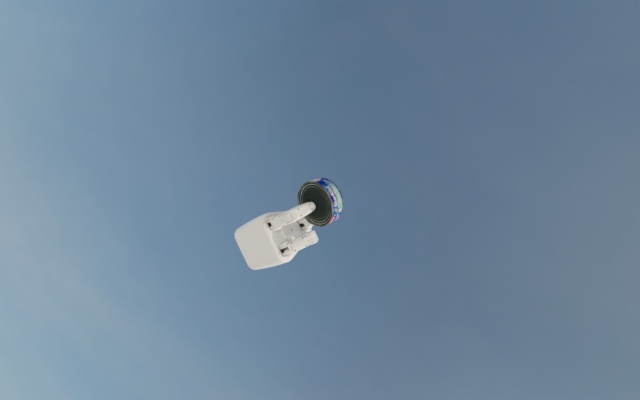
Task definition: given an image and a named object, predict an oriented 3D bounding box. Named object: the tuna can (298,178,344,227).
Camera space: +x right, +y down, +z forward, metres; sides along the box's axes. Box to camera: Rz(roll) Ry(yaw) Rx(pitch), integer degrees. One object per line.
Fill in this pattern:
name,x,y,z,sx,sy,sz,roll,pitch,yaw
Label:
tuna can,0.001,0.003,0.866,0.086,0.086,0.033,0,17,44
